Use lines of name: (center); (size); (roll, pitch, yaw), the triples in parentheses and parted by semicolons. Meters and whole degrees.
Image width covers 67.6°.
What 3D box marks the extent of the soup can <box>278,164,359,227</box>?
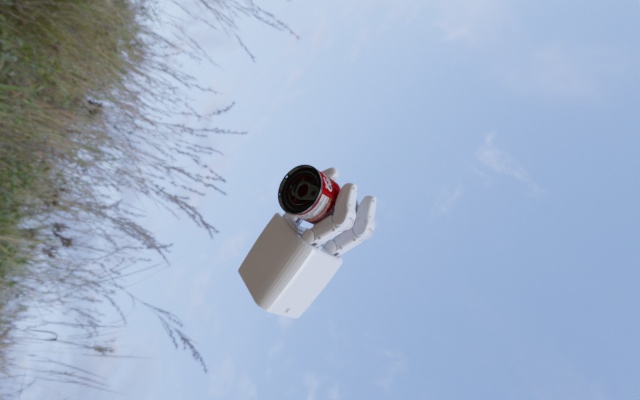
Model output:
soup can: (0.000, 0.002, 0.642); (0.068, 0.068, 0.102); (0, -19, 35)
